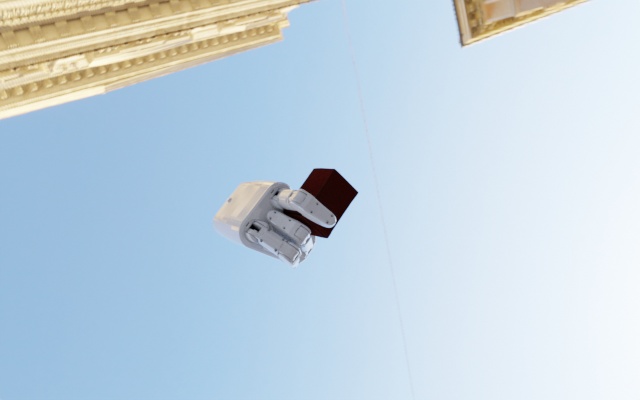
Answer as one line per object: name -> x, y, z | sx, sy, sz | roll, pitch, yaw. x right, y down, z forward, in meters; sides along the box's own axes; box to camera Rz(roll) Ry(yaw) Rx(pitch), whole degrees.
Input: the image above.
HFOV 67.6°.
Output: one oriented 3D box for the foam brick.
foam brick -> 0.000, 0.002, 0.628 | 0.053, 0.078, 0.051 | 45, -20, -28
